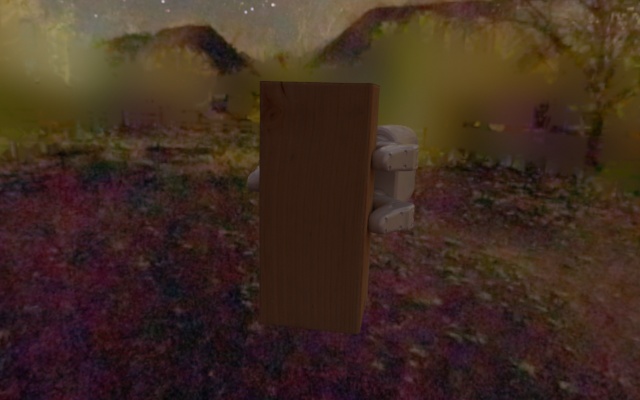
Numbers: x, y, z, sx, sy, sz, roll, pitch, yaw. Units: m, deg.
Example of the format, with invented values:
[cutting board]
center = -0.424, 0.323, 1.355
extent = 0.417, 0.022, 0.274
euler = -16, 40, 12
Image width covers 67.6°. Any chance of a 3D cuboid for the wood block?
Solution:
[wood block]
center = 0.000, 0.001, 0.427
extent = 0.091, 0.206, 0.090
euler = 4, 13, 10
